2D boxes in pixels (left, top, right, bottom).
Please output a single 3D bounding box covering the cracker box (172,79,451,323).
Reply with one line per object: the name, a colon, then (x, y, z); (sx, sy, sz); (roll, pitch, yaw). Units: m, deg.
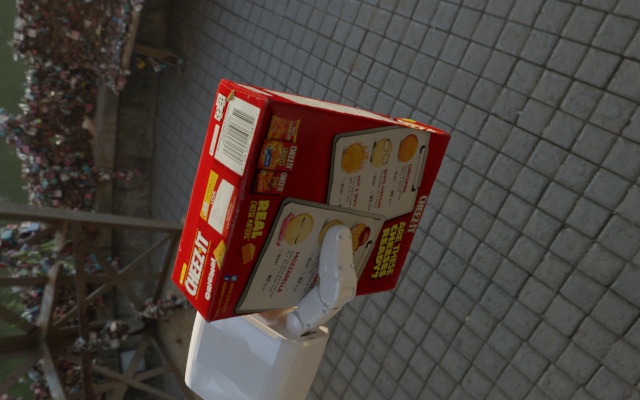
cracker box: (0.000, 0.001, 0.402); (0.214, 0.164, 0.072); (1, 23, -44)
